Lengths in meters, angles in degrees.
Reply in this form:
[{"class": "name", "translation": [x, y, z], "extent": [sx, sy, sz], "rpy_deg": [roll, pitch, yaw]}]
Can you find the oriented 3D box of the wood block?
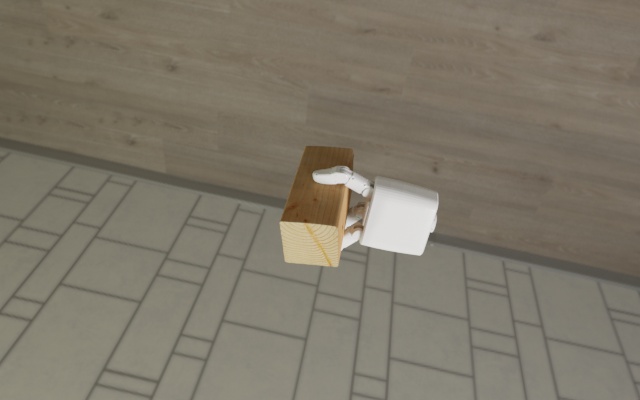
[{"class": "wood block", "translation": [0.000, 0.003, 0.809], "extent": [0.090, 0.091, 0.206], "rpy_deg": [5, 40, 8]}]
